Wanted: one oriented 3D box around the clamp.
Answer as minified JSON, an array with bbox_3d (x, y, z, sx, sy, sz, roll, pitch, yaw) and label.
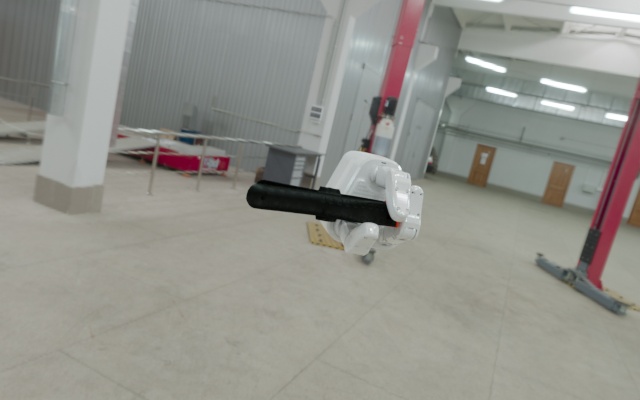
[{"bbox_3d":[0.000,0.001,0.530,0.171,0.039,0.120,11,10,-13],"label":"clamp"}]
